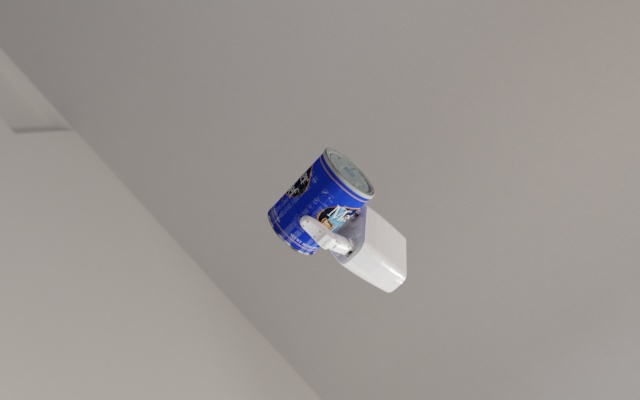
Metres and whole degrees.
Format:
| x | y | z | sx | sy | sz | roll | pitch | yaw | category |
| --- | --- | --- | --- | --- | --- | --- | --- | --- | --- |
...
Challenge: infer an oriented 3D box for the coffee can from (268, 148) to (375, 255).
| x | y | z | sx | sy | sz | roll | pitch | yaw | category |
| --- | --- | --- | --- | --- | --- | --- | --- | --- | --- |
| 0.000 | 0.002 | 0.750 | 0.140 | 0.102 | 0.103 | -45 | -19 | 20 | coffee can |
